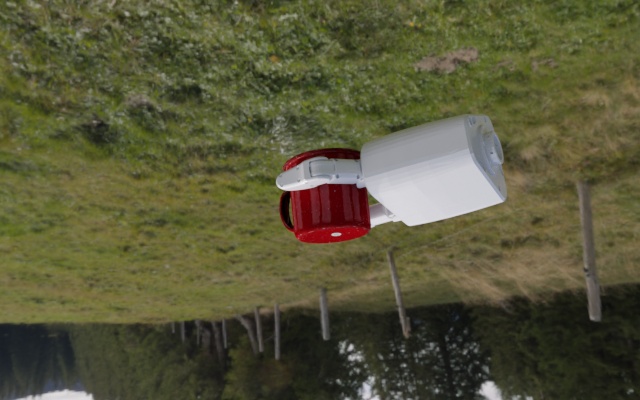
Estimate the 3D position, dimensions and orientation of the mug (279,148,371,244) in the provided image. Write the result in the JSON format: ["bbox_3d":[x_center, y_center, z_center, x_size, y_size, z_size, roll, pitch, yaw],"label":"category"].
[{"bbox_3d":[-0.001,0.002,0.518,0.117,0.081,0.093,-17,-19,34],"label":"mug"}]
